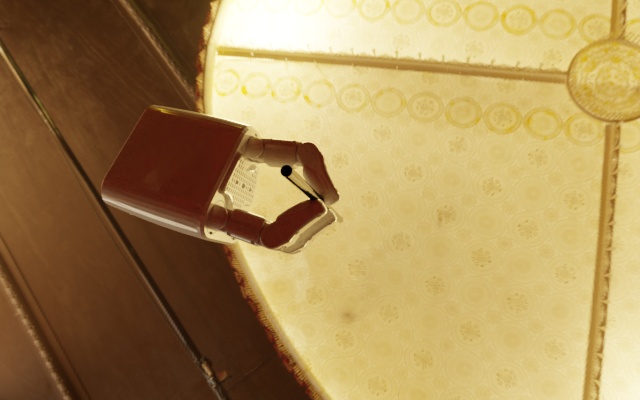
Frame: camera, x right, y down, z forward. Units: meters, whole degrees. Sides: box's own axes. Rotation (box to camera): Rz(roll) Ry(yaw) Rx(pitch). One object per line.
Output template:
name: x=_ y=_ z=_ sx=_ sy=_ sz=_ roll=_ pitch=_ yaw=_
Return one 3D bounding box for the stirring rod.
stirring rod: x=0.000 y=0.001 z=0.420 sx=0.011 sy=0.011 sz=0.239 roll=0 pitch=-10 yaw=11
